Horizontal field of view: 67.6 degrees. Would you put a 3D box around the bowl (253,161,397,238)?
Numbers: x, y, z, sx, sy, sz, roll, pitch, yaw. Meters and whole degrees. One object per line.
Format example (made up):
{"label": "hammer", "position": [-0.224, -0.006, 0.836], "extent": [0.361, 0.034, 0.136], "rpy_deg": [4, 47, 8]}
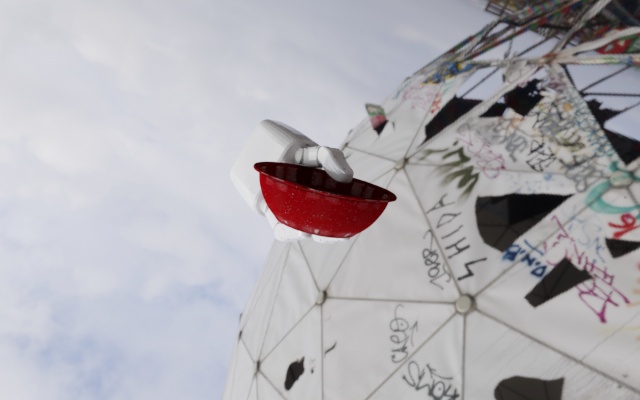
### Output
{"label": "bowl", "position": [0.000, 0.002, 0.530], "extent": [0.162, 0.055, 0.162], "rpy_deg": [12, 10, -2]}
